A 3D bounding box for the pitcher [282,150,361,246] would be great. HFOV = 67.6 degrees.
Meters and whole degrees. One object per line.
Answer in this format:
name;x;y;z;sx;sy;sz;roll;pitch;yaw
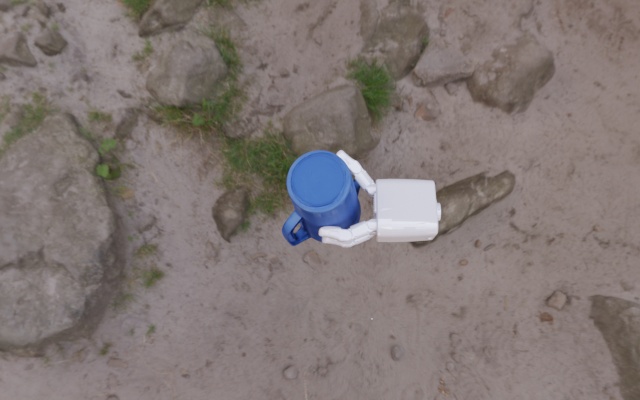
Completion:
pitcher;0.000;0.003;0.886;0.145;0.149;0.243;3;-13;6
